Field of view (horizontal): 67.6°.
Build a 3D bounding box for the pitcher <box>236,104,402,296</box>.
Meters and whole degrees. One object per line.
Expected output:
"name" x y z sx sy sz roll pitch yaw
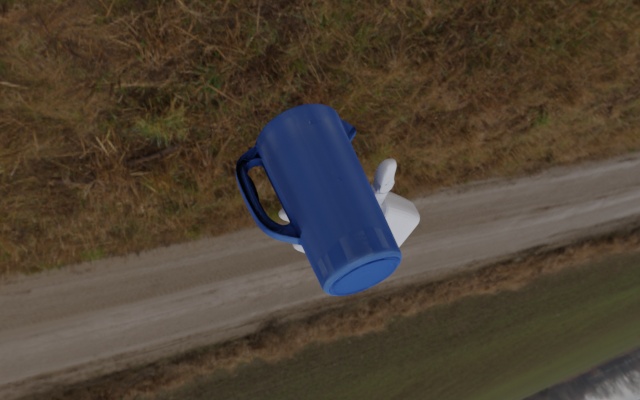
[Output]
"pitcher" 0.000 0.002 0.640 0.149 0.242 0.145 -39 -32 25
